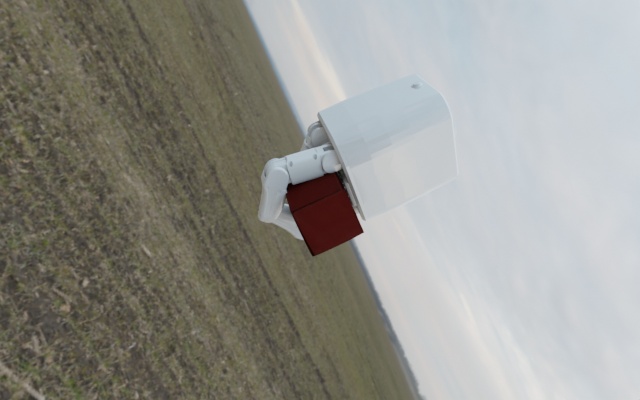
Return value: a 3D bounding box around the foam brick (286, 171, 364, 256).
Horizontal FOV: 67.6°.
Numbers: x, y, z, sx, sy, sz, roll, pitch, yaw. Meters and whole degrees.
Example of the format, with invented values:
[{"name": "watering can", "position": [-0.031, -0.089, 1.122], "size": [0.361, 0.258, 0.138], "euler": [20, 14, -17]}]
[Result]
[{"name": "foam brick", "position": [0.000, 0.002, 0.439], "size": [0.051, 0.053, 0.078], "euler": [-23, 32, 2]}]
